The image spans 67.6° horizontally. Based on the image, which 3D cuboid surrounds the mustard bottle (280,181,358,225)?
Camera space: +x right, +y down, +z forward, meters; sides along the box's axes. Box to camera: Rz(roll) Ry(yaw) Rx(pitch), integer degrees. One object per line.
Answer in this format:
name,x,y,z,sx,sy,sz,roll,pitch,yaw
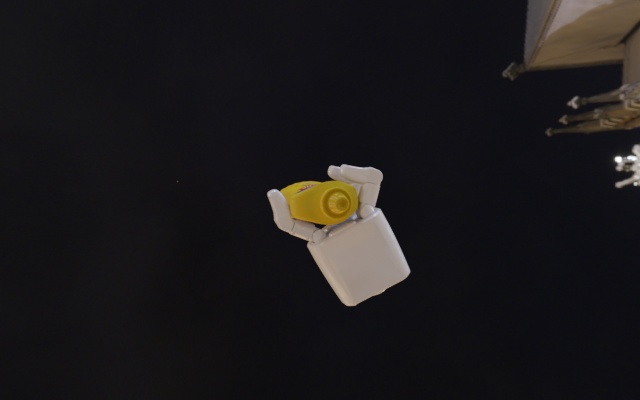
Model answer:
mustard bottle,0.000,0.002,0.679,0.096,0.058,0.191,-7,4,-16
